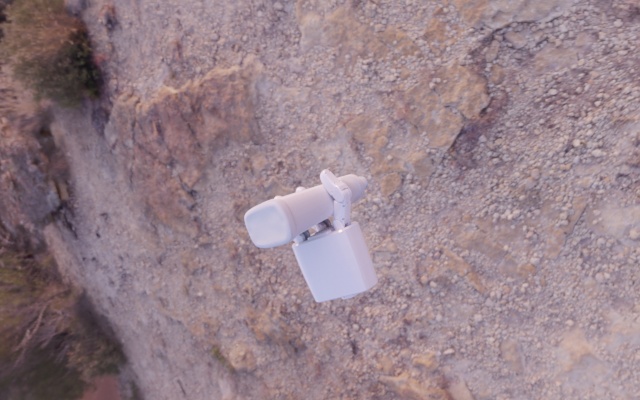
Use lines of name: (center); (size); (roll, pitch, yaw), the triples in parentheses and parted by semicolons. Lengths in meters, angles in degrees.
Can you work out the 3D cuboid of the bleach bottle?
bleach bottle: (0.000, 0.003, 0.787); (0.102, 0.068, 0.251); (-19, 4, 46)
